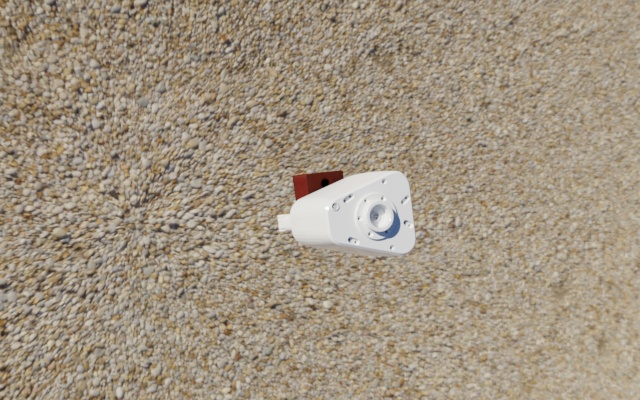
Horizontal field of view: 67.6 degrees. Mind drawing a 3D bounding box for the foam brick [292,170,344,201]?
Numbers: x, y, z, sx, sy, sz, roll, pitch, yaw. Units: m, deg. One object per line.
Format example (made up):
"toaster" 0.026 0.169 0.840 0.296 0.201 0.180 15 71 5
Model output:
"foam brick" 0.000 0.002 0.618 0.053 0.078 0.051 -7 0 -23
